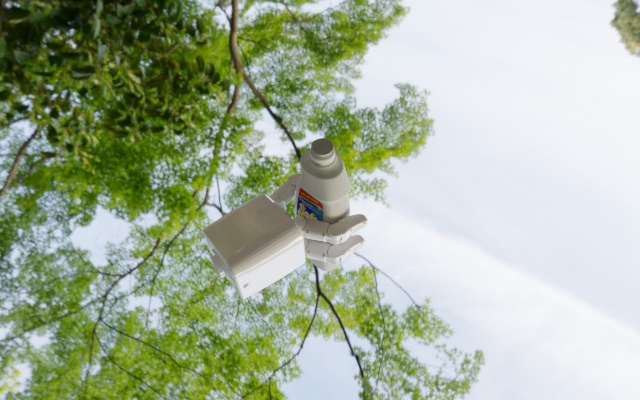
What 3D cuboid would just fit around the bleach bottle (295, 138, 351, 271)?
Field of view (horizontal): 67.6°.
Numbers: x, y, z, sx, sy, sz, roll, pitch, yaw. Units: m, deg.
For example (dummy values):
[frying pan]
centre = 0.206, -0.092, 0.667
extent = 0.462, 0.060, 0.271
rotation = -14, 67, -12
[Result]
[bleach bottle]
centre = 0.000, 0.002, 0.687
extent = 0.068, 0.102, 0.251
rotation = -31, -31, -19
